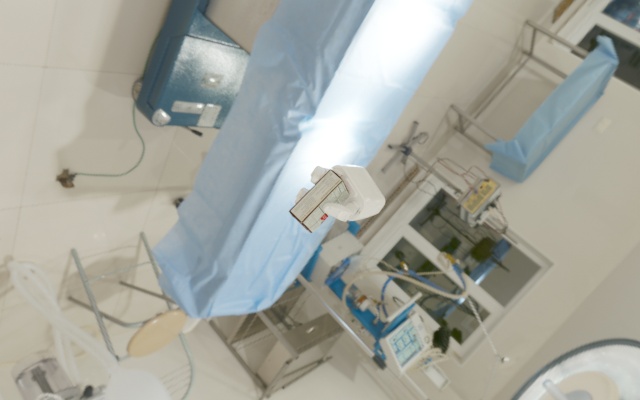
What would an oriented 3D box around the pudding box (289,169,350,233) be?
[{"bbox_3d":[0.000,0.003,0.900,0.039,0.113,0.090,41,-5,20],"label":"pudding box"}]
